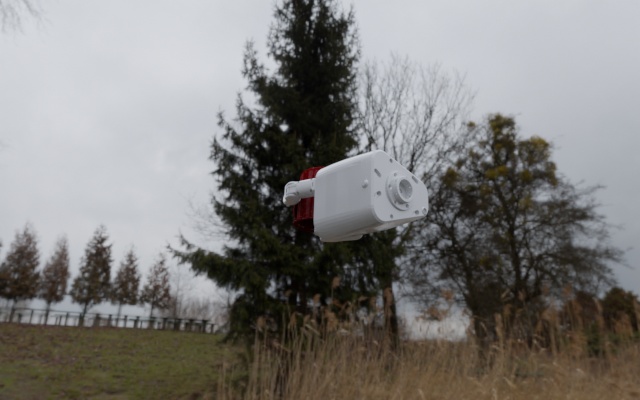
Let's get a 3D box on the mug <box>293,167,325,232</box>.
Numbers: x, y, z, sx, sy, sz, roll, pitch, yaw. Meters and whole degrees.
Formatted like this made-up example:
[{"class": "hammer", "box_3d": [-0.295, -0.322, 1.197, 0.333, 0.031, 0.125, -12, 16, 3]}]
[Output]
[{"class": "mug", "box_3d": [-0.001, 0.002, 0.730, 0.093, 0.081, 0.117, 17, -22, -37]}]
